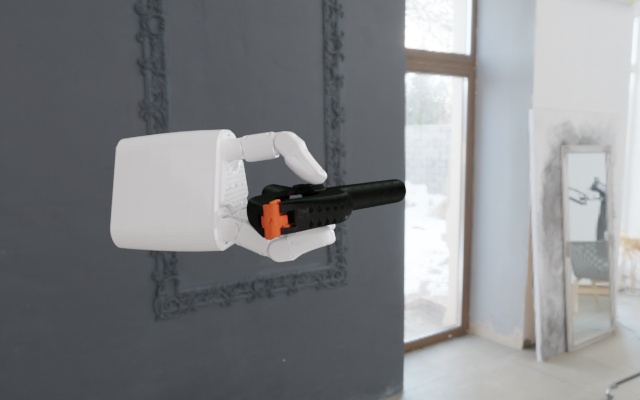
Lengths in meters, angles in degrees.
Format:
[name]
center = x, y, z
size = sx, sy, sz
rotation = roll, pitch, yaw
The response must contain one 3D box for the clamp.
[clamp]
center = 0.000, 0.001, 0.452
size = 0.164, 0.036, 0.210
rotation = -4, 6, 9
